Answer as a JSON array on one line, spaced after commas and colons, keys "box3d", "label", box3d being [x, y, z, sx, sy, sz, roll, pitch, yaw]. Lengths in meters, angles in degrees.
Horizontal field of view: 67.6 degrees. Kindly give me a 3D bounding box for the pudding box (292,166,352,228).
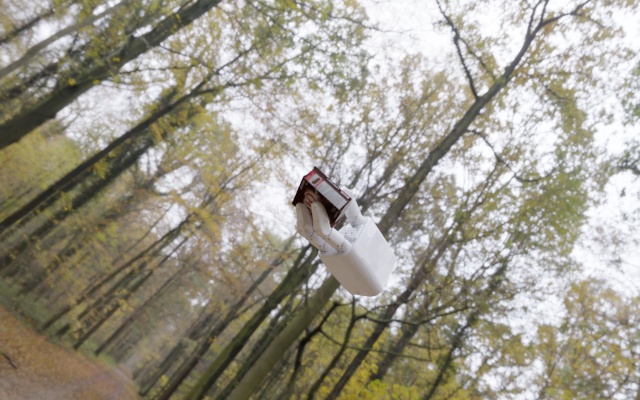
[{"box3d": [0.000, 0.003, 0.844, 0.039, 0.090, 0.113, -44, -9, -29], "label": "pudding box"}]
